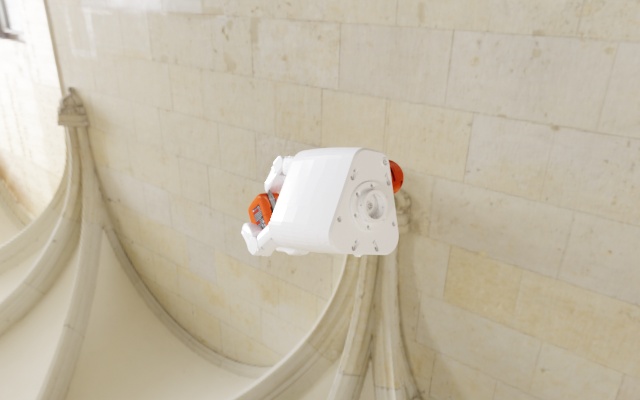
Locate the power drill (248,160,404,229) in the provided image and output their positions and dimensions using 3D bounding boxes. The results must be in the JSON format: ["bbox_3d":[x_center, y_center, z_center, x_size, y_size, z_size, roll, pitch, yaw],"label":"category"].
[{"bbox_3d":[0.000,0.002,0.649,0.187,0.057,0.184,-18,-6,-19],"label":"power drill"}]
